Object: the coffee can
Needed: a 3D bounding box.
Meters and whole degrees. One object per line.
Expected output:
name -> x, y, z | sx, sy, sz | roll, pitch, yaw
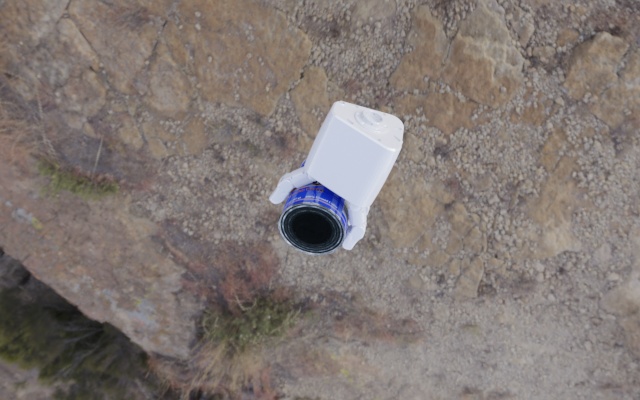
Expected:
coffee can -> 0.000, 0.002, 0.760 | 0.103, 0.103, 0.140 | 0, 37, 14
